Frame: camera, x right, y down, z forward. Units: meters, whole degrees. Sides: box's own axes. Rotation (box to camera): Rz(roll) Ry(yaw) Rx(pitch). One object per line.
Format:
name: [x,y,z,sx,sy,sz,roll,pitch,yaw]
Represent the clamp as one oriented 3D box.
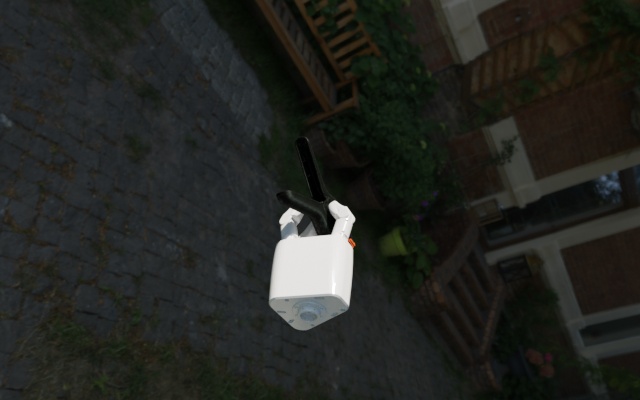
clamp: [0.001,0.003,0.808,0.036,0.164,0.210,-18,-50,25]
